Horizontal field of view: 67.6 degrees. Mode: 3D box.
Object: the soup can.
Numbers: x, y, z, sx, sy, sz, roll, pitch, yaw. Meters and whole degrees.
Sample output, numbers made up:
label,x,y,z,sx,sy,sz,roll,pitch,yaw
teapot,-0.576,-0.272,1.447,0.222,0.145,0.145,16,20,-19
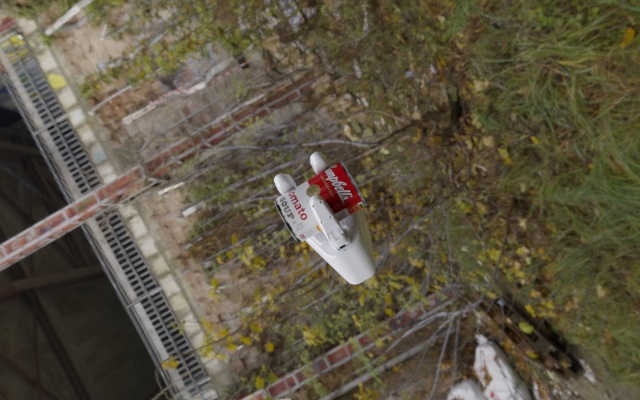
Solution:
label,x,y,z,sx,sy,sz,roll,pitch,yaw
soup can,0.000,0.002,0.626,0.102,0.068,0.068,-30,-1,2
